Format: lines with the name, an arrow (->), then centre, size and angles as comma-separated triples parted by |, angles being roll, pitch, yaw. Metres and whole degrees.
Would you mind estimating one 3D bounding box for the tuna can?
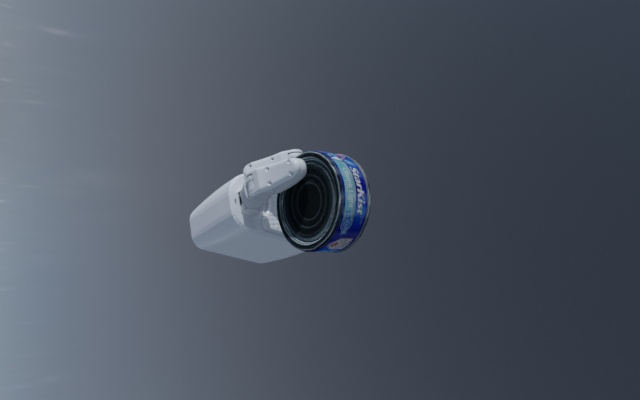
tuna can -> 0.000, 0.001, 0.404 | 0.034, 0.086, 0.086 | 5, -3, -41
